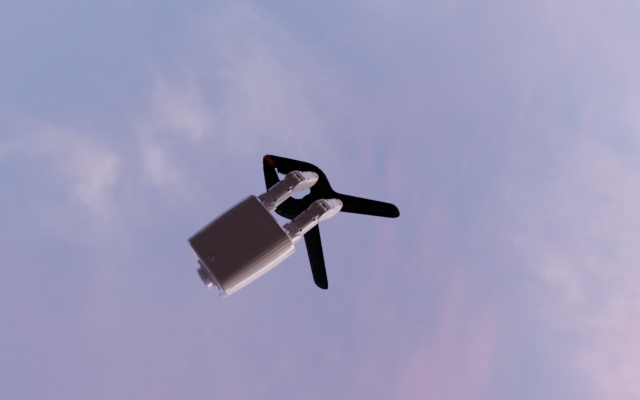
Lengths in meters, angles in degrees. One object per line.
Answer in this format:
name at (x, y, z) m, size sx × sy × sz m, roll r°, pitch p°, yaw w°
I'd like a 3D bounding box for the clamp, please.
clamp at (0.000, 0.002, 0.692) m, size 0.164 × 0.210 × 0.036 m, roll -35°, pitch -18°, yaw -20°
